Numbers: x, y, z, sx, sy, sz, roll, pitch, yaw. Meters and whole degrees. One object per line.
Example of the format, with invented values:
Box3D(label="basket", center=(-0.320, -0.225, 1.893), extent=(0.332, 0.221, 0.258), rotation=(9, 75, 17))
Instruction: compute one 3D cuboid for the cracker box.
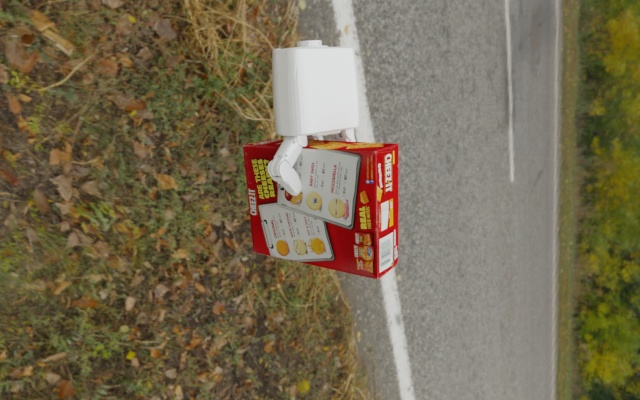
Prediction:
Box3D(label="cracker box", center=(0.000, 0.002, 0.654), extent=(0.213, 0.164, 0.072), rotation=(7, 18, 35))
